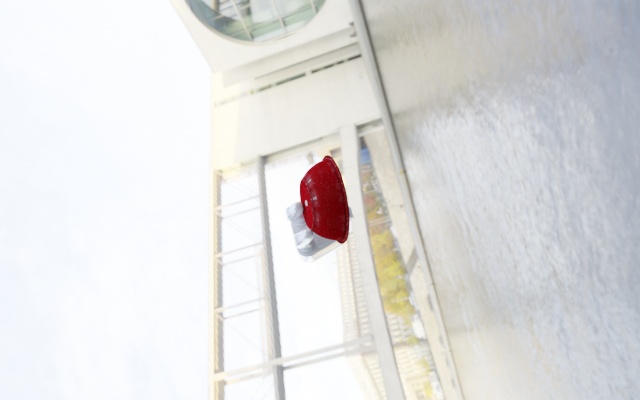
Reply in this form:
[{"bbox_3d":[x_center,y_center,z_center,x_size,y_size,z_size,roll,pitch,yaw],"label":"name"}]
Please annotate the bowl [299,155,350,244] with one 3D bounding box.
[{"bbox_3d":[0.000,0.002,0.848,0.055,0.162,0.162,-10,2,-14],"label":"bowl"}]
